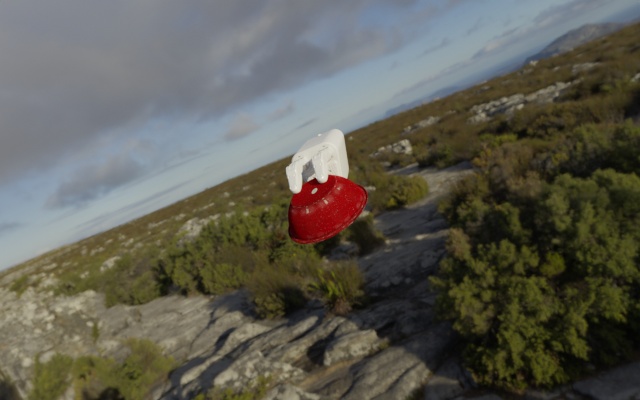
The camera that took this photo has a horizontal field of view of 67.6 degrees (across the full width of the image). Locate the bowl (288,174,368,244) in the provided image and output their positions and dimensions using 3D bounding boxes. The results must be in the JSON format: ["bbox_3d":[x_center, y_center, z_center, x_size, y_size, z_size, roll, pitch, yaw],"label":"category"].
[{"bbox_3d":[0.000,0.003,0.848,0.162,0.055,0.162,-24,28,14],"label":"bowl"}]
